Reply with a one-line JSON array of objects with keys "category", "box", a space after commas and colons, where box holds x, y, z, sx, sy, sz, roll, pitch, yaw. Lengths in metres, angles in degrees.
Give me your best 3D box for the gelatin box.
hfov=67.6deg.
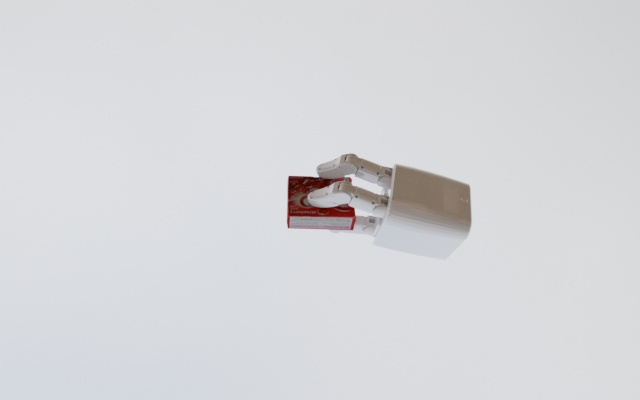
[{"category": "gelatin box", "box": [0.000, 0.002, 0.634, 0.089, 0.073, 0.030, 1, -42, -4]}]
